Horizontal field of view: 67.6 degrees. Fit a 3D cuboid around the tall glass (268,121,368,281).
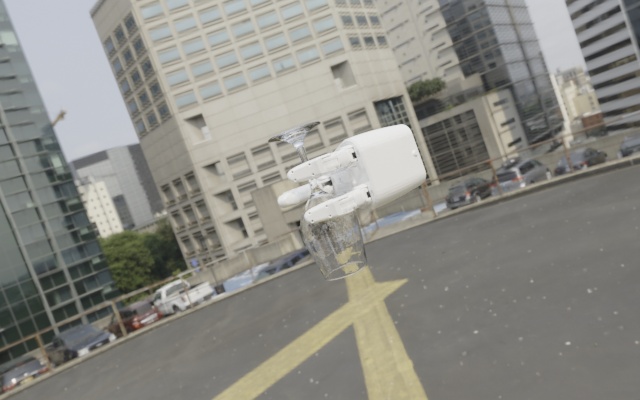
[{"bbox_3d":[0.000,0.001,0.635,0.079,0.201,0.079,-20,3,1],"label":"tall glass"}]
